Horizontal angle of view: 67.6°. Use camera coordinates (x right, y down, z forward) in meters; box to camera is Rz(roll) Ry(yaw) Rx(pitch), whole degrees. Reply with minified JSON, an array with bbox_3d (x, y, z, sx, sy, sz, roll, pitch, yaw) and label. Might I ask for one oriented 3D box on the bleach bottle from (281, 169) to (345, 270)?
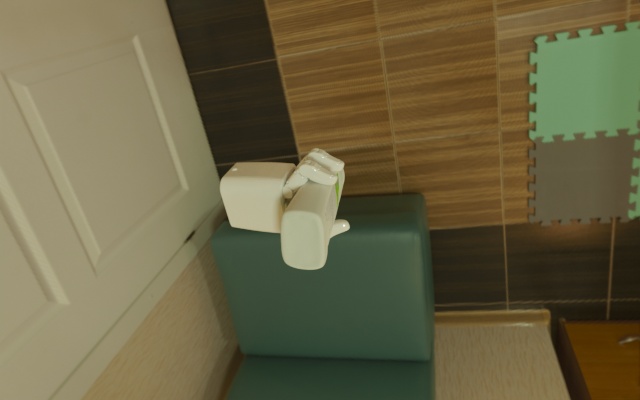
[{"bbox_3d":[0.000,0.003,0.789,0.068,0.103,0.250,4,27,11],"label":"bleach bottle"}]
